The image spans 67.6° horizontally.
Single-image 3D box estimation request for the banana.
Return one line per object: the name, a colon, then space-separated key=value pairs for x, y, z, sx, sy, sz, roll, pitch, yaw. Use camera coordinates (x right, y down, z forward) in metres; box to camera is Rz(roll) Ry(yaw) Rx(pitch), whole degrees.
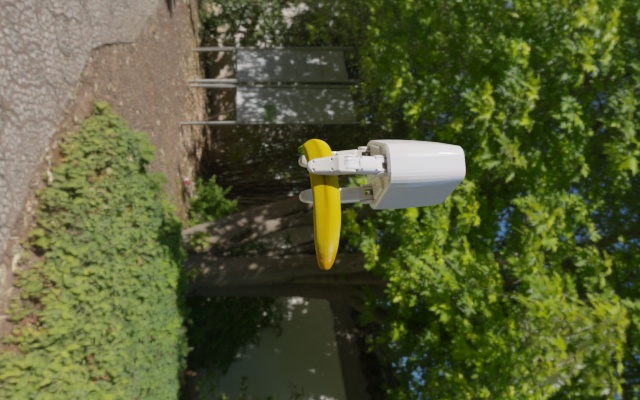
banana: x=0.003 y=-0.011 z=0.627 sx=0.037 sy=0.197 sz=0.070 roll=-2 pitch=-31 yaw=-12
